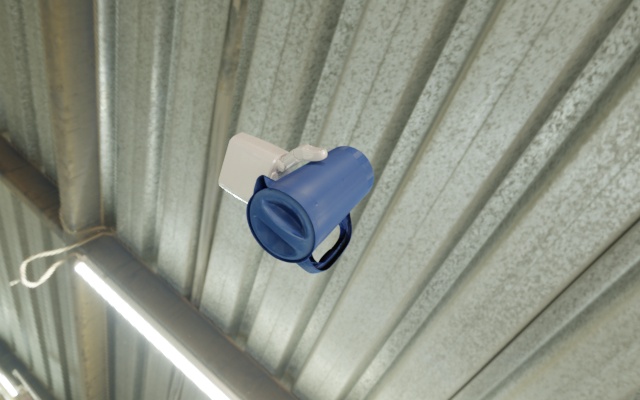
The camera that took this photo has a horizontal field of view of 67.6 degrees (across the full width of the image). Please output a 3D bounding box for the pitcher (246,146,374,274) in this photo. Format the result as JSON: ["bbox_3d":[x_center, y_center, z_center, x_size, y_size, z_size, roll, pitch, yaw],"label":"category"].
[{"bbox_3d":[0.000,0.003,0.830,0.145,0.149,0.242,25,37,22],"label":"pitcher"}]
